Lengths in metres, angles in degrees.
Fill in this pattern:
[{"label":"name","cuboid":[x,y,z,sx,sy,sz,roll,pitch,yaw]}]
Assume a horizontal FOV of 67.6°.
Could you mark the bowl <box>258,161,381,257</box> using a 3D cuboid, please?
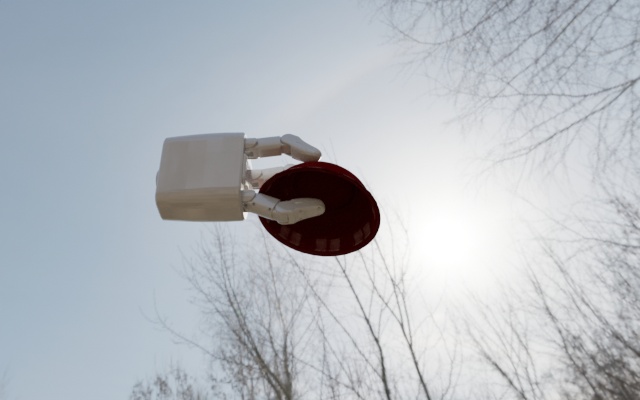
[{"label":"bowl","cuboid":[0.001,0.002,0.626,0.162,0.162,0.055,0,44,13]}]
